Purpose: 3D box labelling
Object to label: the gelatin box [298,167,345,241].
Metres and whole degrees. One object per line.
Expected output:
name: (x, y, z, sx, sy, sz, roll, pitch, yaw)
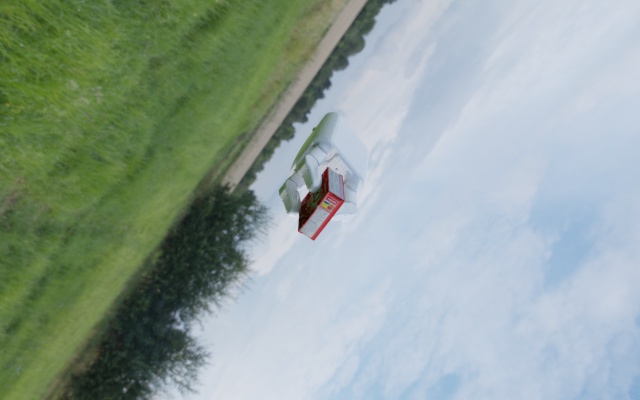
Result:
gelatin box: (0.000, 0.003, 0.660, 0.030, 0.073, 0.089, 32, 22, -15)
